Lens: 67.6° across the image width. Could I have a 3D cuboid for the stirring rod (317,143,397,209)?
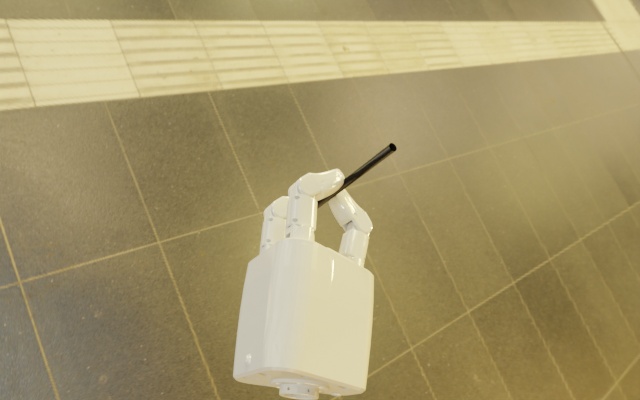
[{"bbox_3d":[0.000,0.002,0.495,0.011,0.011,0.240,0,-23,-33],"label":"stirring rod"}]
